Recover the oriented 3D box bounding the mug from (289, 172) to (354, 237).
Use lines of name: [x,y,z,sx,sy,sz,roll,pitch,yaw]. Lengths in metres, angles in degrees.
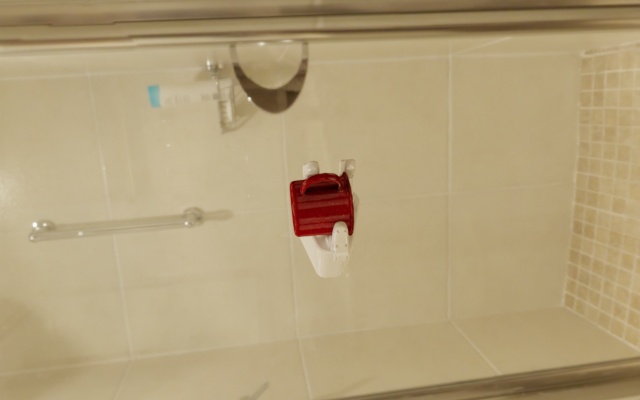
mug: [0.000,0.002,0.673,0.081,0.093,0.117,-6,-32,-6]
